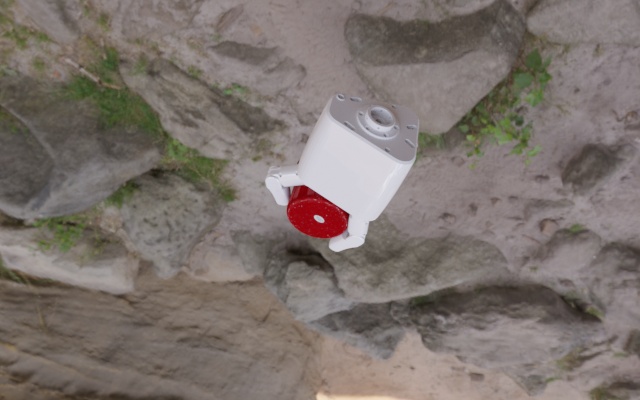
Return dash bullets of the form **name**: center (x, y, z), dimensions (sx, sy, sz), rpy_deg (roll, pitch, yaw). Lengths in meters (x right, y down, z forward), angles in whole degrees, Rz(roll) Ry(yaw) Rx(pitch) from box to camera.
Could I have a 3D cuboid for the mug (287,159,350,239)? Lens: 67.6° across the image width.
- **mug**: center (0.000, 0.003, 0.633), dimensions (0.093, 0.081, 0.117), rpy_deg (20, -40, -6)
